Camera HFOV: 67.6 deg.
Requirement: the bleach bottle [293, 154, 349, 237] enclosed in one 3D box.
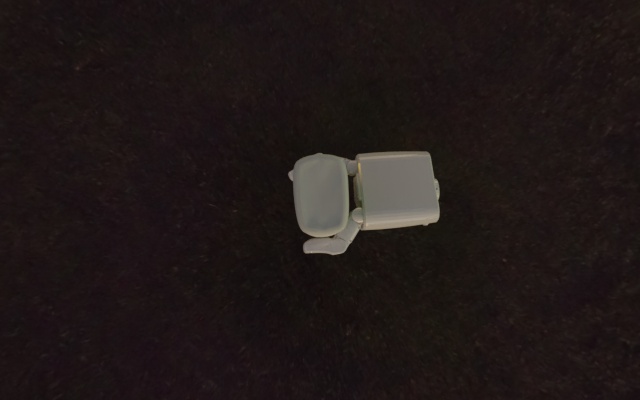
[{"bbox_3d":[0.000,0.002,0.701,0.068,0.102,0.251,-3,-4,-1],"label":"bleach bottle"}]
